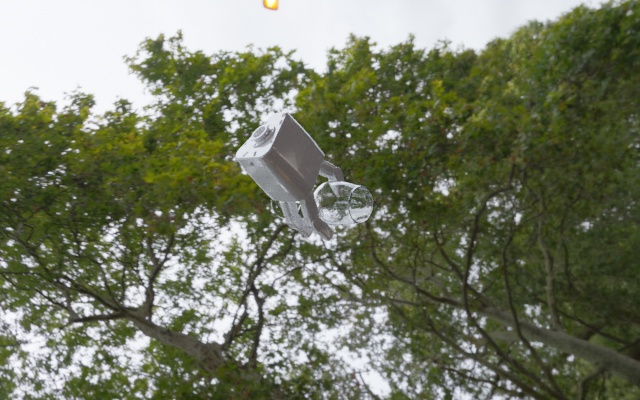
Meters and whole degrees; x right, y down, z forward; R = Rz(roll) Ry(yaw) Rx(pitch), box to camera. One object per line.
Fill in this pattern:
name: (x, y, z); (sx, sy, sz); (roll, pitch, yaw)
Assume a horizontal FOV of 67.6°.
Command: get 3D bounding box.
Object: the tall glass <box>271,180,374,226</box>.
tall glass: (0.000, 0.003, 0.853); (0.079, 0.079, 0.201); (0, 3, -43)
